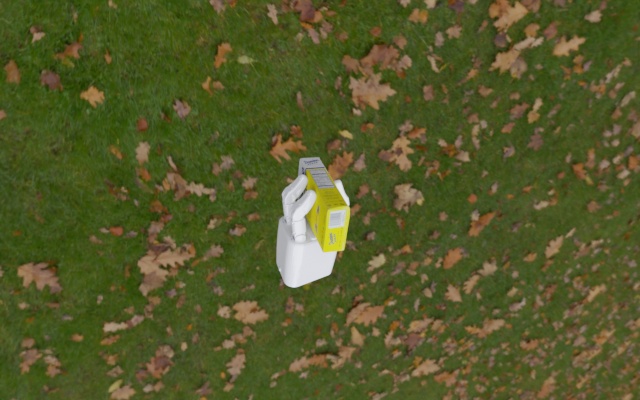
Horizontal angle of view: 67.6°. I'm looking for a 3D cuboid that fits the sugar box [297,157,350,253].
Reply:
[{"bbox_3d":[0.000,0.003,0.862,0.048,0.093,0.176,-6,34,-20],"label":"sugar box"}]
